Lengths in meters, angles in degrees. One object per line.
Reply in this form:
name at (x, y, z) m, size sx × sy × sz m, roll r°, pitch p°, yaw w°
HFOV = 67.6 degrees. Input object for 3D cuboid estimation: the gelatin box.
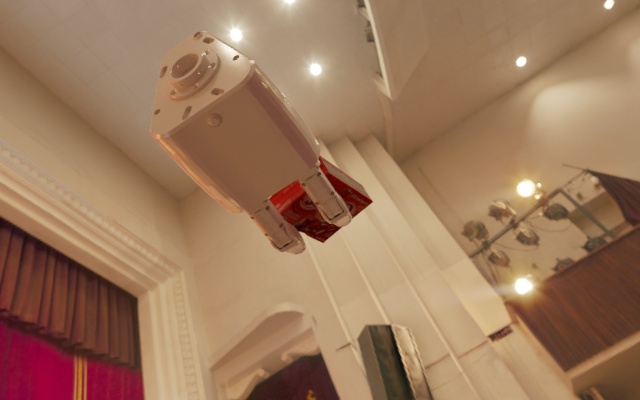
gelatin box at (0.000, 0.001, 0.484) m, size 0.073 × 0.030 × 0.089 m, roll -41°, pitch -37°, yaw 16°
